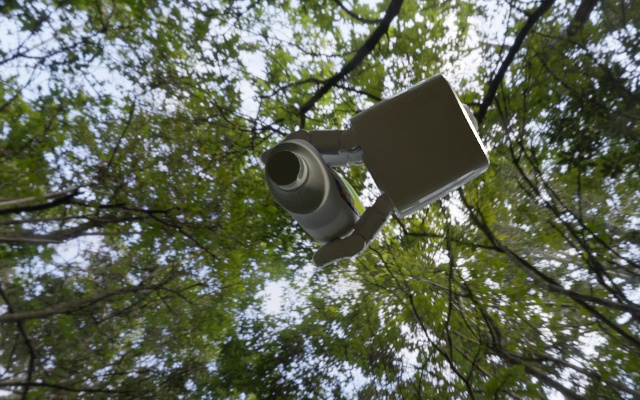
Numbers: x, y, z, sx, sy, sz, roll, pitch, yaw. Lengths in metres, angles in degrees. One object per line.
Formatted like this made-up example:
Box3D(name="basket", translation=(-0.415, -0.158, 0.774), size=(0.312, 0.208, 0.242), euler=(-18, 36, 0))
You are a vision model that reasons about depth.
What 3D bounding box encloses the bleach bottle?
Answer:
Box3D(name="bleach bottle", translation=(0.000, 0.002, 0.497), size=(0.068, 0.102, 0.251), euler=(-28, -14, 6))
